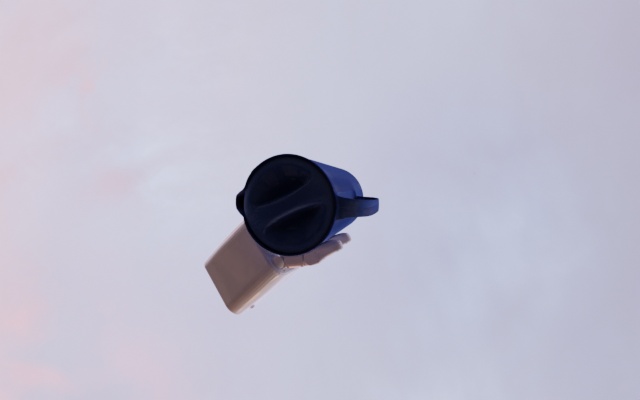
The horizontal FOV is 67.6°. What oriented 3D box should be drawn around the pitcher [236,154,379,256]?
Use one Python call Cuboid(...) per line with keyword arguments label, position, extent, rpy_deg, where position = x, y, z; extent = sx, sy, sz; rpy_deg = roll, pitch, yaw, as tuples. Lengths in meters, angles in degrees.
Cuboid(label="pitcher", position=(0.000, 0.002, 0.723), extent=(0.145, 0.149, 0.243), rpy_deg=(-46, -10, 14))
